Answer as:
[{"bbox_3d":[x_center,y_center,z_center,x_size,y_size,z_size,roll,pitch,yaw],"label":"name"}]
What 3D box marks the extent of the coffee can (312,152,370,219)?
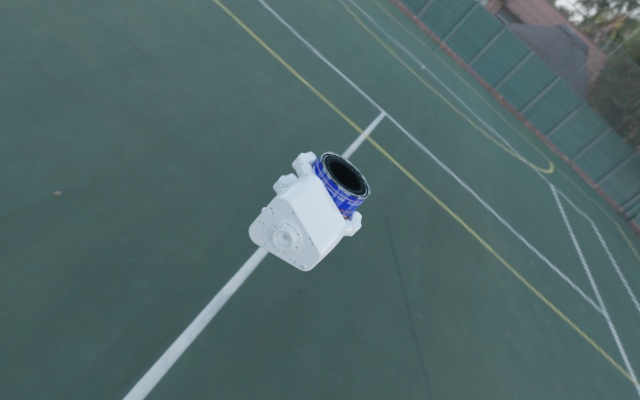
[{"bbox_3d":[0.000,0.003,0.805,0.103,0.102,0.140,0,-40,-52],"label":"coffee can"}]
